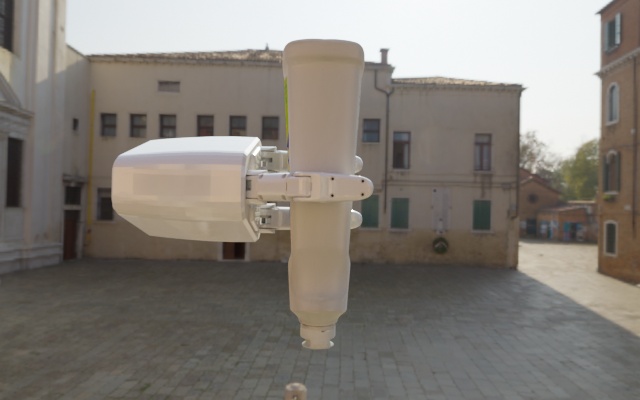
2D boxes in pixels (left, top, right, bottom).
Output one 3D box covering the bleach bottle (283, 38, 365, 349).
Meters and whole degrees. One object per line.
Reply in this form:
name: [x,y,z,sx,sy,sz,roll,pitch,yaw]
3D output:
bleach bottle: [0.000,0.001,0.412,0.068,0.251,0.102,1,-1,-1]
